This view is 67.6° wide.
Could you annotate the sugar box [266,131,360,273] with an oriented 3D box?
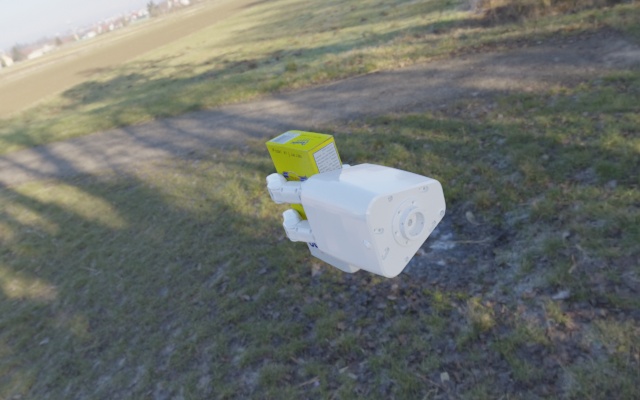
[{"bbox_3d":[0.000,0.002,0.594,0.048,0.176,0.093,-32,28,-26],"label":"sugar box"}]
